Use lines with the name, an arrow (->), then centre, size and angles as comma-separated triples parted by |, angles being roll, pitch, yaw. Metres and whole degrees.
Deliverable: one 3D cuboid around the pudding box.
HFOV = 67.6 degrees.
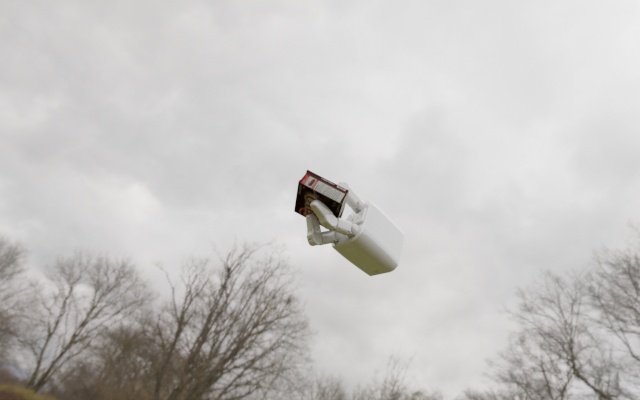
pudding box -> 0.000, 0.003, 0.895 | 0.090, 0.039, 0.114 | 26, -32, 8
